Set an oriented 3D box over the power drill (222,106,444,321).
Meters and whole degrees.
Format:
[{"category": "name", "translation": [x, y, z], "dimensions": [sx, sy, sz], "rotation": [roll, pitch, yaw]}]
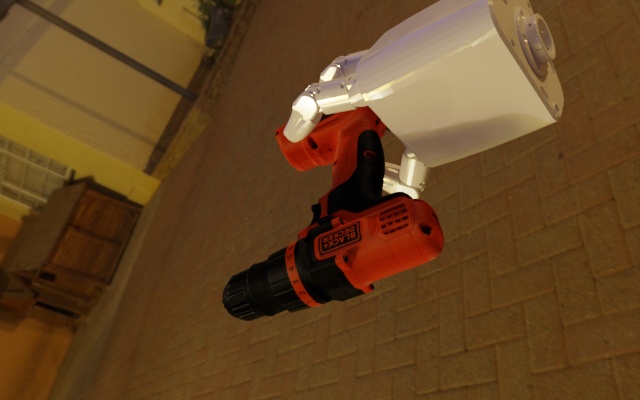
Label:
[{"category": "power drill", "translation": [0.000, 0.001, 0.408], "dimensions": [0.184, 0.187, 0.057], "rotation": [-22, -44, 19]}]
